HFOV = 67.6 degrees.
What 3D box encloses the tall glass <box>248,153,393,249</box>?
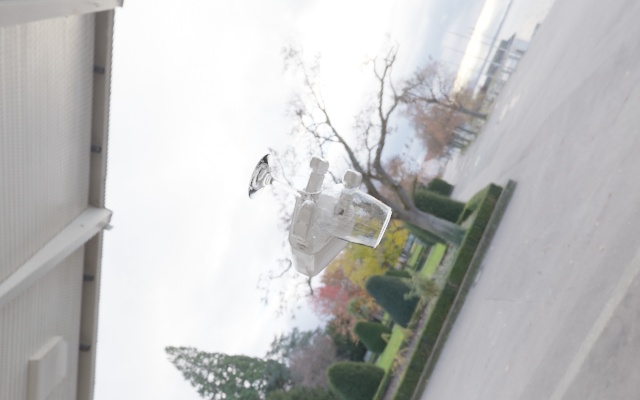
[{"bbox_3d":[-0.001,0.002,0.692,0.201,0.079,0.079,23,5,12],"label":"tall glass"}]
